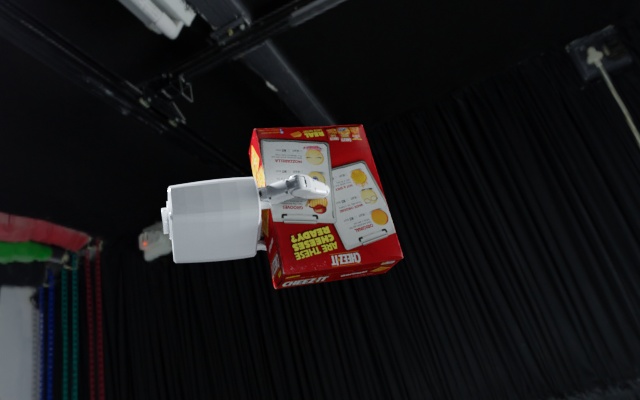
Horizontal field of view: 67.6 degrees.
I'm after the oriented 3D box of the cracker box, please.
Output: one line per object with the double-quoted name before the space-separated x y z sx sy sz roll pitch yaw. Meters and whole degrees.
"cracker box" 0.000 0.002 0.659 0.164 0.213 0.072 -5 -26 -18
